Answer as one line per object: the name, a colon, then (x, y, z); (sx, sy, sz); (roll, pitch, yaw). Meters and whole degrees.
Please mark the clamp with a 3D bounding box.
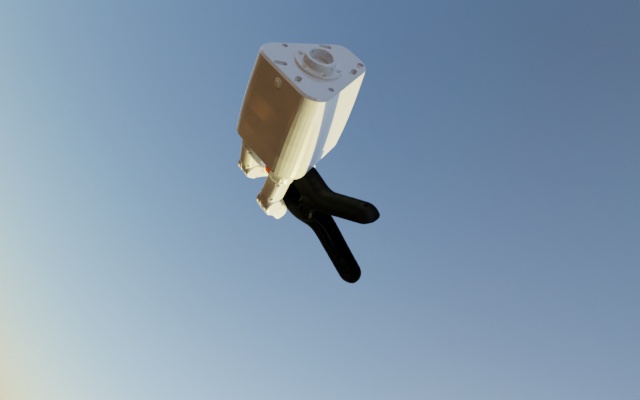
clamp: (0.000, 0.001, 0.532); (0.039, 0.171, 0.120); (-27, -25, -37)
